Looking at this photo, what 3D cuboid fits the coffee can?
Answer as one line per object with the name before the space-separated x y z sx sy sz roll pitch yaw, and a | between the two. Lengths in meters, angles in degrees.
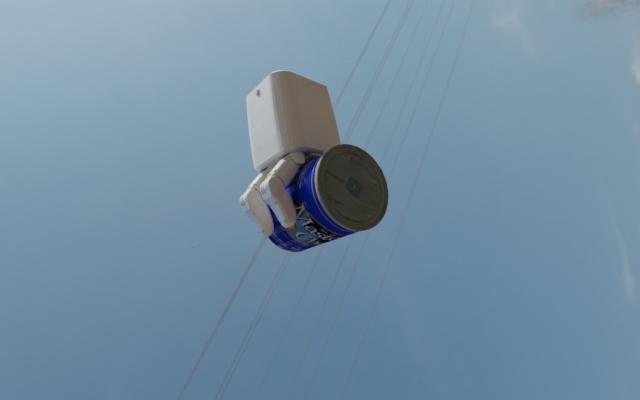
coffee can | 0.000 0.002 0.595 0.103 0.102 0.140 0 -15 -36
